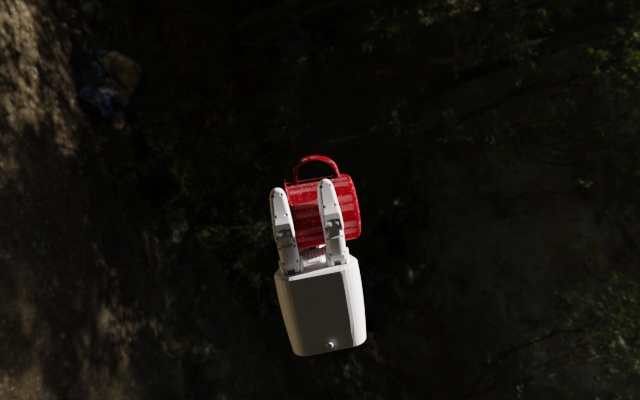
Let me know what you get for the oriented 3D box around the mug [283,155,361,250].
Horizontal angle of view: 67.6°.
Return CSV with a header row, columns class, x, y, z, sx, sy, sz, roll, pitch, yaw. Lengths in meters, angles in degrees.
class,x,y,z,sx,sy,sz,roll,pitch,yaw
mug,0.000,0.000,0.584,0.081,0.117,0.093,-10,16,-4
